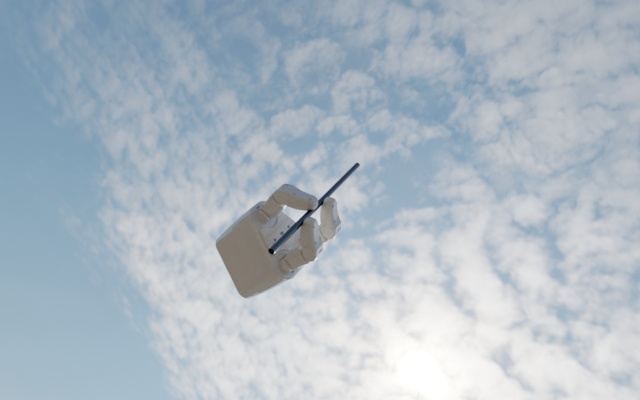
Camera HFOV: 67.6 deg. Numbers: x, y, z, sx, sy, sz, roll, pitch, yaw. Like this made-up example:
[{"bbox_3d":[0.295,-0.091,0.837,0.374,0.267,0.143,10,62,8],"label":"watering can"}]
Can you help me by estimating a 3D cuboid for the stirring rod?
[{"bbox_3d":[0.000,0.002,0.633,0.011,0.011,0.239,0,28,32],"label":"stirring rod"}]
